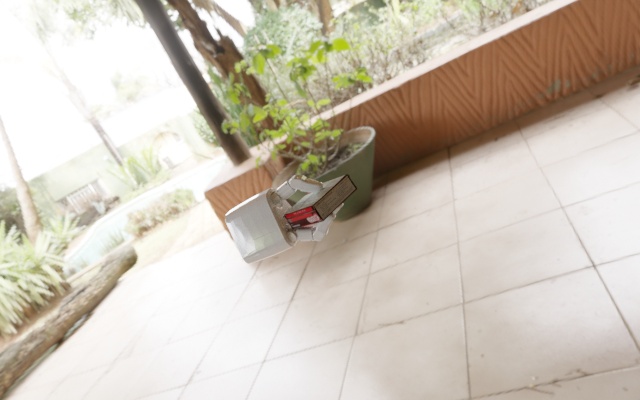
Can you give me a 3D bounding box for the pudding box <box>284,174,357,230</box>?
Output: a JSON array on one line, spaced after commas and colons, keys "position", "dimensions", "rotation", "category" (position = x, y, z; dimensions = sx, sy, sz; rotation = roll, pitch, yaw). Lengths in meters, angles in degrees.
[{"position": [0.000, 0.003, 0.867], "dimensions": [0.090, 0.039, 0.113], "rotation": [-17, 22, 49], "category": "pudding box"}]
